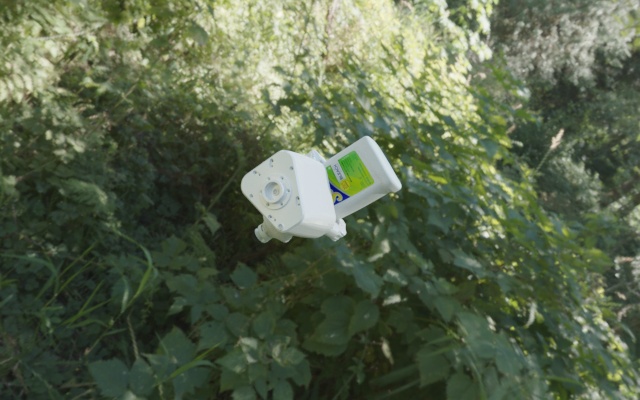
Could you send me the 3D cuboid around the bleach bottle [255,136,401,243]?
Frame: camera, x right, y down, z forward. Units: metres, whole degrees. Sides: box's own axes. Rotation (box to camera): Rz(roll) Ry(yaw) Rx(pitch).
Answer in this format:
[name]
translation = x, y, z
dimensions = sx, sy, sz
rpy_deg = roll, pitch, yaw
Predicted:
[bleach bottle]
translation = 0.000, 0.002, 0.787
dimensions = 0.251, 0.102, 0.068
rpy_deg = -33, -19, 17
